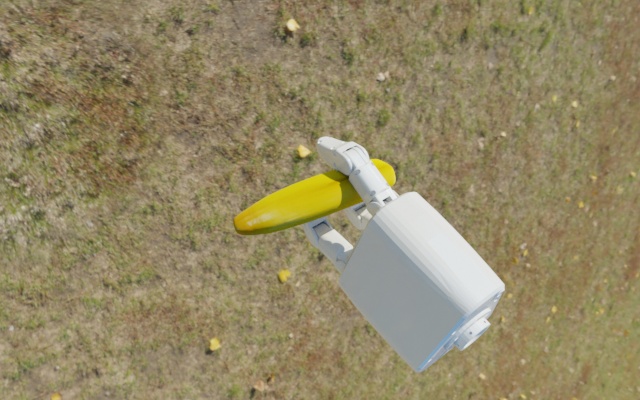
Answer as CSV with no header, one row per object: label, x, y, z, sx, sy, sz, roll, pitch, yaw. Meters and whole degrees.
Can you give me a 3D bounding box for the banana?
banana,0.013,-0.007,0.445,0.198,0.037,0.070,-19,-10,-44
